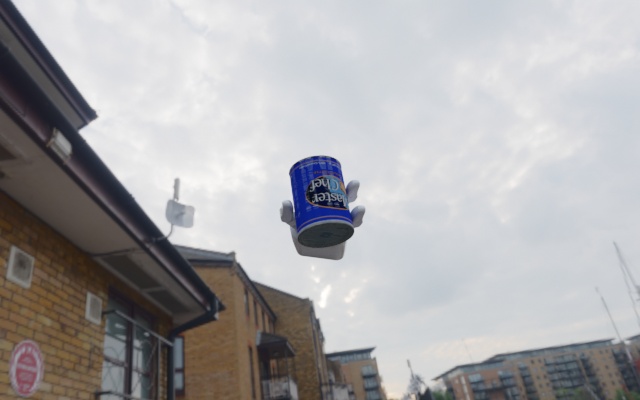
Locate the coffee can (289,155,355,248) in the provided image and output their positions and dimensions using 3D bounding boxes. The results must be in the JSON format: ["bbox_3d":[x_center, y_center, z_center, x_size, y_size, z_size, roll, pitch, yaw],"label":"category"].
[{"bbox_3d":[0.000,0.003,0.879,0.103,0.140,0.103,-7,-28,-4],"label":"coffee can"}]
